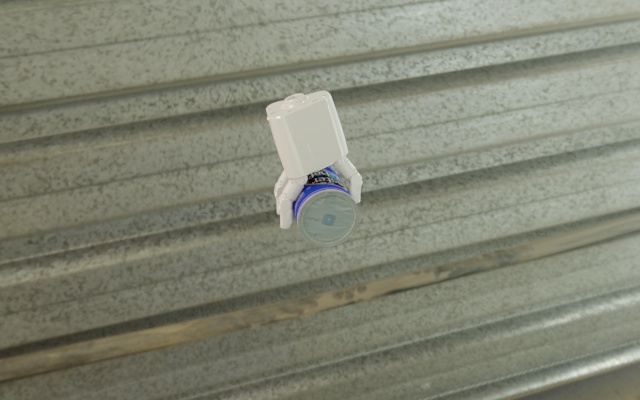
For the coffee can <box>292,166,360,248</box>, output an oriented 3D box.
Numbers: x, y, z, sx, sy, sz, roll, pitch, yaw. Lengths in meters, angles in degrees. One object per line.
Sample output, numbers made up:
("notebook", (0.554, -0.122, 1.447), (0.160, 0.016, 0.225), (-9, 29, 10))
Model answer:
("coffee can", (0.000, 0.003, 0.828), (0.103, 0.103, 0.140), (0, 24, -13))
